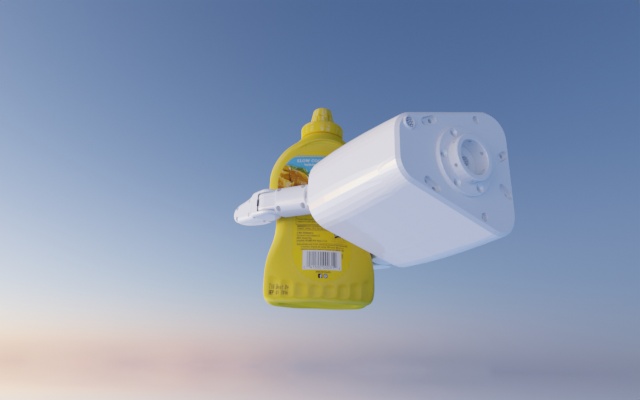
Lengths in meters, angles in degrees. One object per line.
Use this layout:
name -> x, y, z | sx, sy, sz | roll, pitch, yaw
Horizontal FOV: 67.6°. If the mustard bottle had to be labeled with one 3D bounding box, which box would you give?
mustard bottle -> 0.000, 0.002, 0.444 | 0.096, 0.191, 0.058 | 3, -19, -4
